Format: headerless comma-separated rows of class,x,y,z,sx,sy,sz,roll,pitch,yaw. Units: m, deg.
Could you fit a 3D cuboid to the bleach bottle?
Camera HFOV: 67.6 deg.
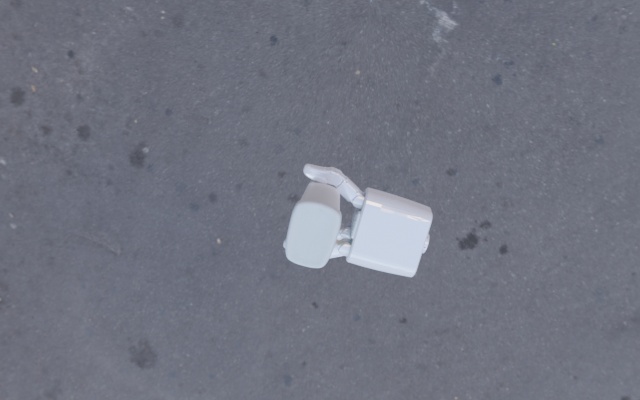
bleach bottle,0.000,0.003,0.752,0.068,0.103,0.250,15,23,0
